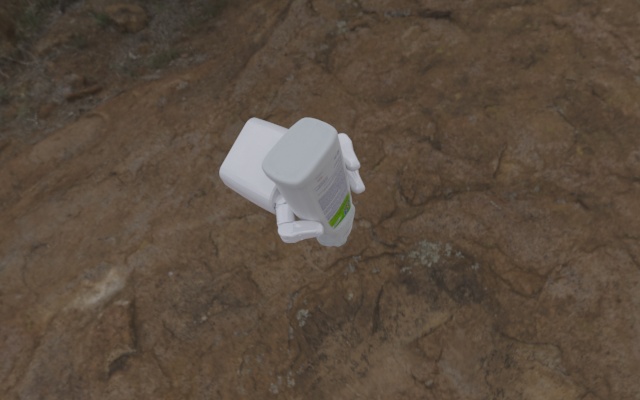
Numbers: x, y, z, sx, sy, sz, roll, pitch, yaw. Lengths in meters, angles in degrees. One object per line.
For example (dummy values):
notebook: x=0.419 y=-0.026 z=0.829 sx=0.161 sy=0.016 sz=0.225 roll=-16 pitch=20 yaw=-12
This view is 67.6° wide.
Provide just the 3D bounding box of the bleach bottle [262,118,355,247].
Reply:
bleach bottle: x=0.000 y=0.002 z=0.673 sx=0.068 sy=0.102 sz=0.251 roll=27 pitch=-22 yaw=27
